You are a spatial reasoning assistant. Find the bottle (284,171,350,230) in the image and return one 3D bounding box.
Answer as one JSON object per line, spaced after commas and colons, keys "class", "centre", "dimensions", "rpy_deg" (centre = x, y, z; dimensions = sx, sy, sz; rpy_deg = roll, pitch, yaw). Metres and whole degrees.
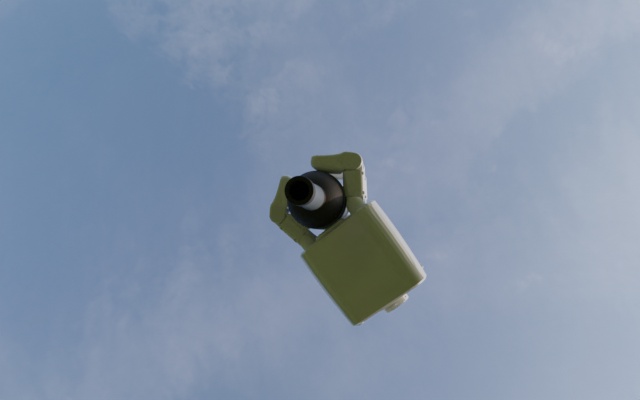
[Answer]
{"class": "bottle", "centre": [0.000, 0.002, 0.577], "dimensions": [0.069, 0.069, 0.296], "rpy_deg": [0, -4, 8]}
